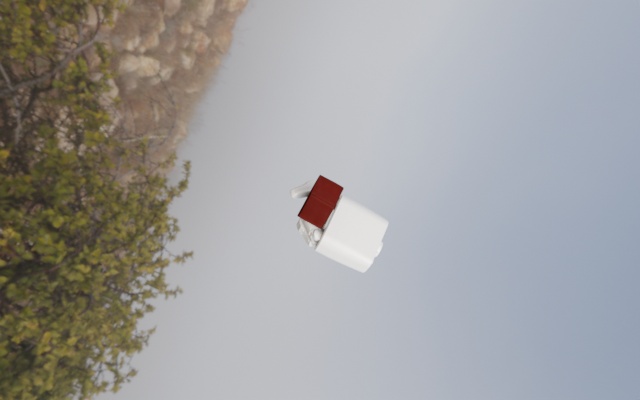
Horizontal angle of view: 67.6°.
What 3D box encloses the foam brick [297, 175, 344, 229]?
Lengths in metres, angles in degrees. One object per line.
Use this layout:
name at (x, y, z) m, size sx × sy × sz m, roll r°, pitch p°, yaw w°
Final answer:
foam brick at (0.000, 0.003, 0.864) m, size 0.051 × 0.053 × 0.078 m, roll 29°, pitch -39°, yaw -1°
